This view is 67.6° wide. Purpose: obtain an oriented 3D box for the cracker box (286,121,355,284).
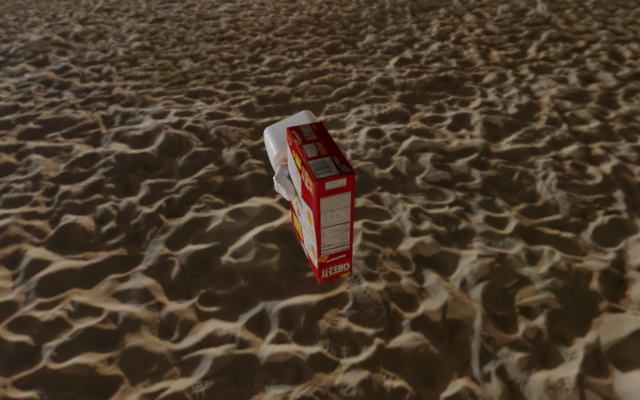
[{"bbox_3d":[0.000,0.002,0.794,0.072,0.214,0.164,-13,40,-13],"label":"cracker box"}]
